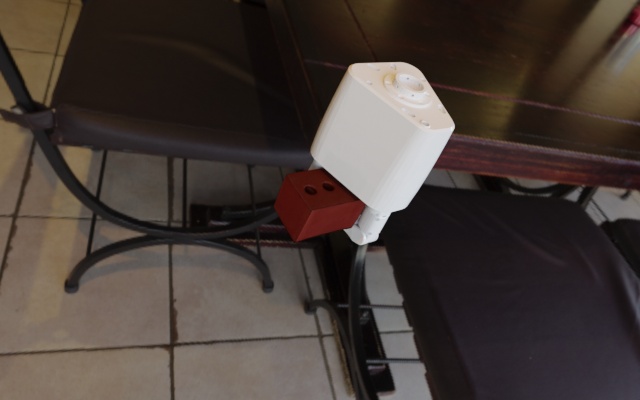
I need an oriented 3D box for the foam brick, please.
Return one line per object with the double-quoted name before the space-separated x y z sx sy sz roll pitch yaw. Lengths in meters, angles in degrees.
"foam brick" 0.000 0.002 0.499 0.078 0.053 0.051 -13 -35 -34
